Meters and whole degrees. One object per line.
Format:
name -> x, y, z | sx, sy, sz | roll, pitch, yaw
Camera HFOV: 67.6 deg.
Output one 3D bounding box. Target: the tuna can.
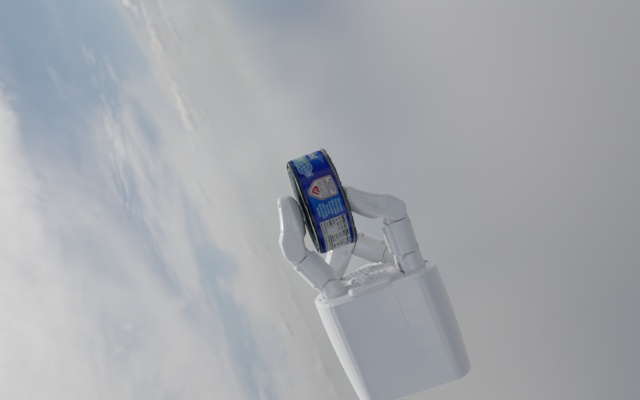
tuna can -> -0.001, 0.001, 0.409 | 0.034, 0.086, 0.086 | -20, 2, -6
